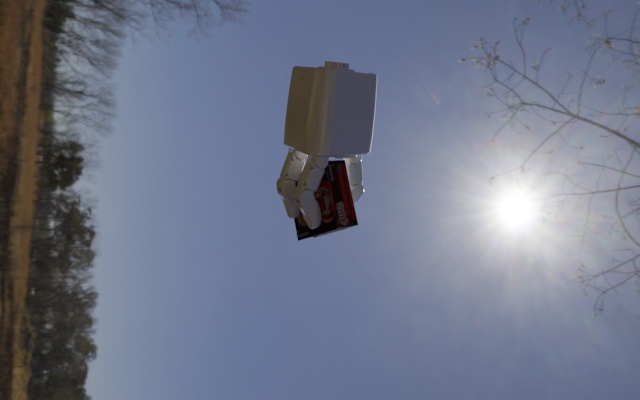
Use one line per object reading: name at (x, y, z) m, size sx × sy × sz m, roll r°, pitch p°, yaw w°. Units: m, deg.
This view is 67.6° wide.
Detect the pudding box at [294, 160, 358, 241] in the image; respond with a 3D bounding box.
pudding box at (0.000, 0.002, 0.657) m, size 0.039 × 0.090 × 0.113 m, roll -6°, pitch -10°, yaw -29°
